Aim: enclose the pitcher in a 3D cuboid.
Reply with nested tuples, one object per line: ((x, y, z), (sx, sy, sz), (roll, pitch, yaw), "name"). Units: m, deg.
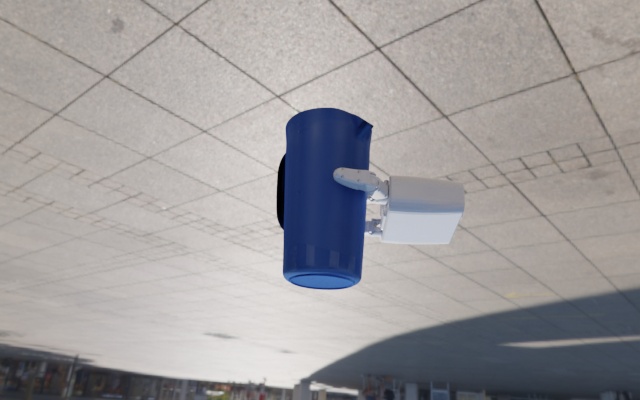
((0.000, 0.002, 0.697), (0.145, 0.242, 0.149), (3, -22, 0), "pitcher")
